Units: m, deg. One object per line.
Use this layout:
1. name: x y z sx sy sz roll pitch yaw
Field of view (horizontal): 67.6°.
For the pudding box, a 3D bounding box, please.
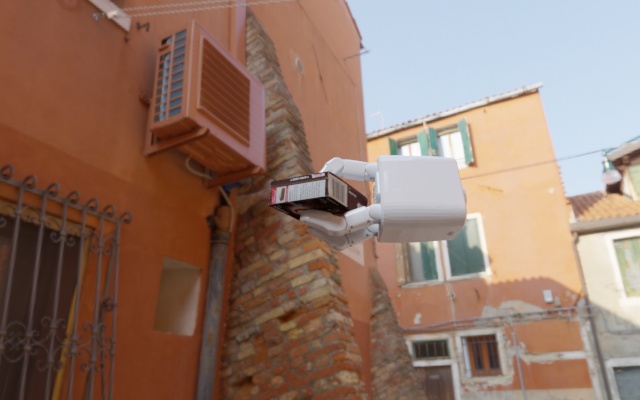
1. pudding box: 0.000 0.002 0.632 0.090 0.039 0.113 -9 -24 29
